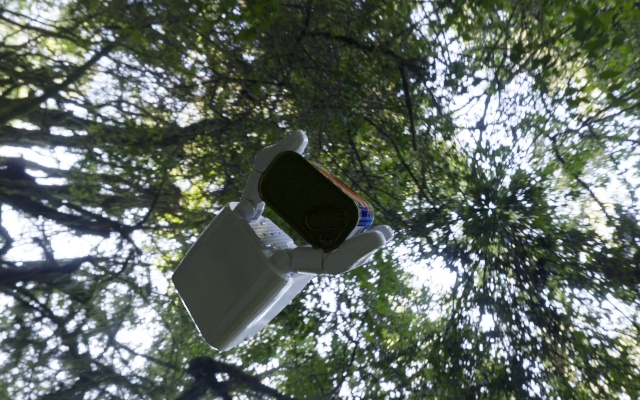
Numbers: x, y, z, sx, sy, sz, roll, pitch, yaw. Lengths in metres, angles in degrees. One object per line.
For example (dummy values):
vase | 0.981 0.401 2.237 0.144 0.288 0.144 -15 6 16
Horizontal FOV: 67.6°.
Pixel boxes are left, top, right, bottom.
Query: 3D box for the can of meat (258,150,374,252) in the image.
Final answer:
can of meat | 0.000 0.001 0.476 0.102 0.057 0.084 41 10 15
